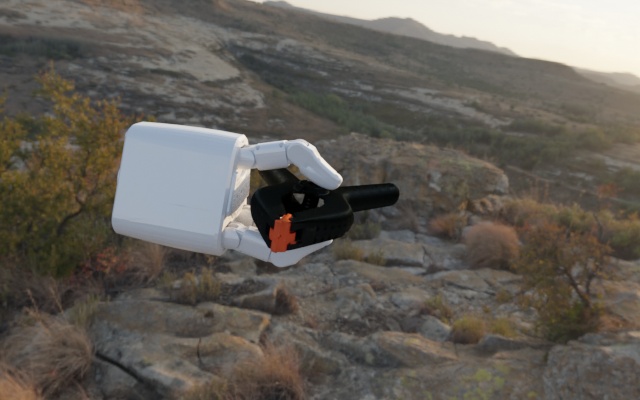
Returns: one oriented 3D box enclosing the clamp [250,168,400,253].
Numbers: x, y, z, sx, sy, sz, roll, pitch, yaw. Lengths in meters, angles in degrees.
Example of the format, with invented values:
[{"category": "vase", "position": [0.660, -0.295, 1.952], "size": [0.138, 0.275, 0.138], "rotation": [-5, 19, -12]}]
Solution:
[{"category": "clamp", "position": [0.000, 0.001, 0.464], "size": [0.164, 0.036, 0.210], "rotation": [10, 18, 3]}]
